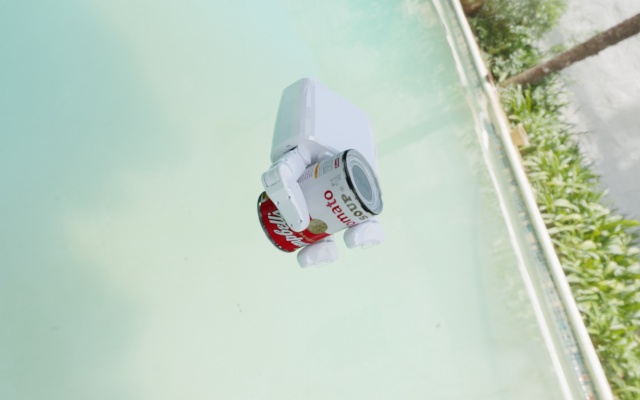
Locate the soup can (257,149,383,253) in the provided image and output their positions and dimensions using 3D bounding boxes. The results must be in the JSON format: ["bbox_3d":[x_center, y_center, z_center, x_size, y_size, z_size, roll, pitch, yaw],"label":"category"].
[{"bbox_3d":[0.000,0.002,0.454,0.102,0.068,0.068,-25,-12,26],"label":"soup can"}]
